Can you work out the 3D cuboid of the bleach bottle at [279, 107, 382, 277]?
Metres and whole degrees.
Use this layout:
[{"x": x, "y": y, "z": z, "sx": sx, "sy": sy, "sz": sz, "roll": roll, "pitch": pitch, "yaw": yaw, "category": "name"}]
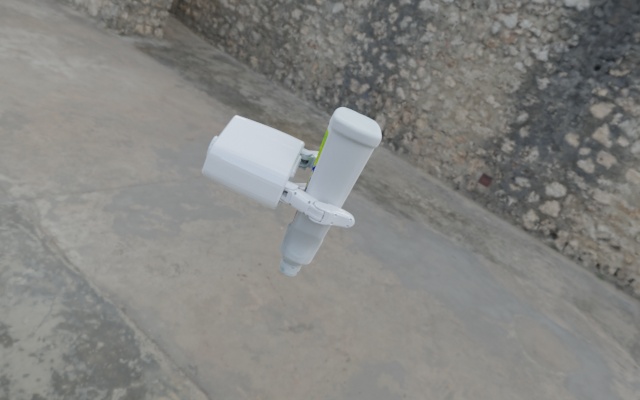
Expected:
[{"x": 0.000, "y": 0.002, "z": 0.658, "sx": 0.068, "sy": 0.251, "sz": 0.102, "roll": 24, "pitch": 22, "yaw": -4, "category": "bleach bottle"}]
